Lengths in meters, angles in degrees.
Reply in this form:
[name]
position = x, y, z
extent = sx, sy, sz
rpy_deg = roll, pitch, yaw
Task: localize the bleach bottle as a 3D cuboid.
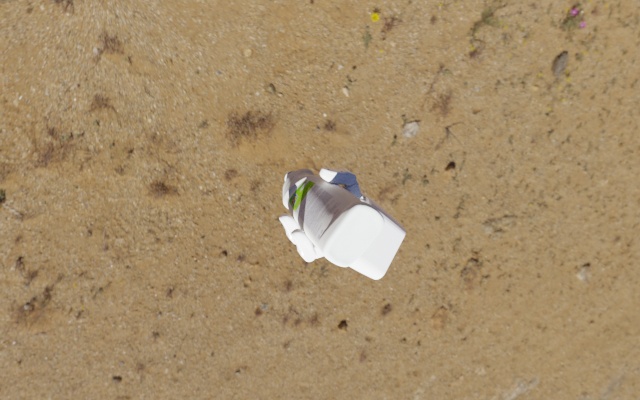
[bleach bottle]
position = 0.000, 0.003, 0.774
extent = 0.068, 0.102, 0.250
rpy_deg = 35, 7, -33
